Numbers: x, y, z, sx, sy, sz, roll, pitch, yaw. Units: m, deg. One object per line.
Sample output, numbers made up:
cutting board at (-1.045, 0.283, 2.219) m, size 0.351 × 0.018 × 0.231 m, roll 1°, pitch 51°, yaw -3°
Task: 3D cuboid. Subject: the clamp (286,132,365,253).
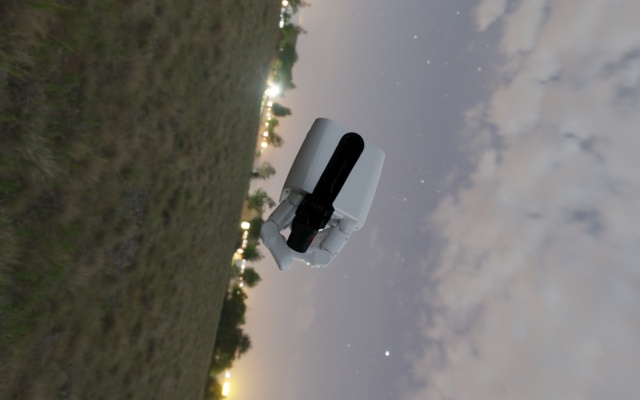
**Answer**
clamp at (0.001, 0.002, 0.504) m, size 0.039 × 0.120 × 0.171 m, roll 36°, pitch -17°, yaw 1°
